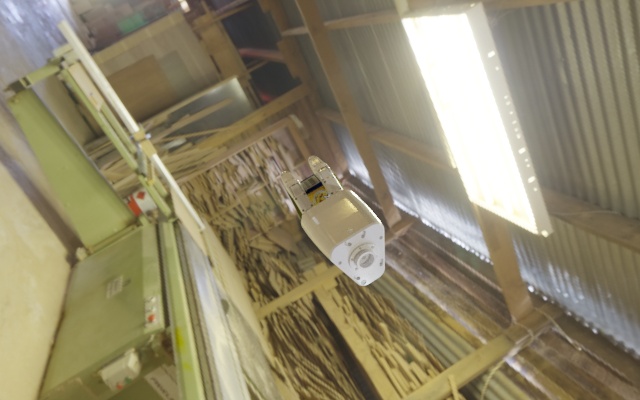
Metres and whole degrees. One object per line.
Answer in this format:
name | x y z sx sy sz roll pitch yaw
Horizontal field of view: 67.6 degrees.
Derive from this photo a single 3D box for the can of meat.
can of meat | 0.000 0.003 0.827 0.084 0.102 0.057 -30 32 -8
